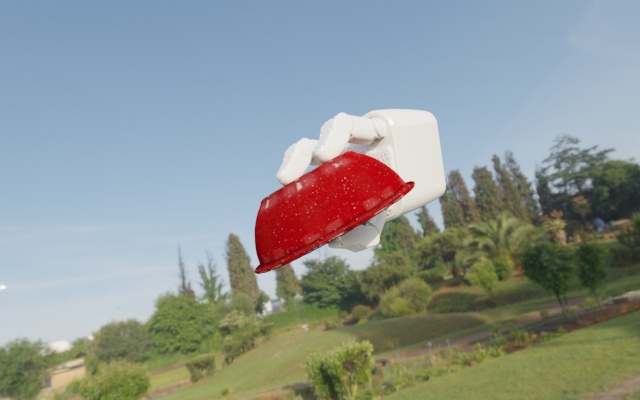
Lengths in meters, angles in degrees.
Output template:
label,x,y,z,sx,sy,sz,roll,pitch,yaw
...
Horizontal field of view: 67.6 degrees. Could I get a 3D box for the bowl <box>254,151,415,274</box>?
label,x,y,z,sx,sy,sz,roll,pitch,yaw
bowl,-0.001,0.001,0.424,0.162,0.055,0.162,-29,2,1
